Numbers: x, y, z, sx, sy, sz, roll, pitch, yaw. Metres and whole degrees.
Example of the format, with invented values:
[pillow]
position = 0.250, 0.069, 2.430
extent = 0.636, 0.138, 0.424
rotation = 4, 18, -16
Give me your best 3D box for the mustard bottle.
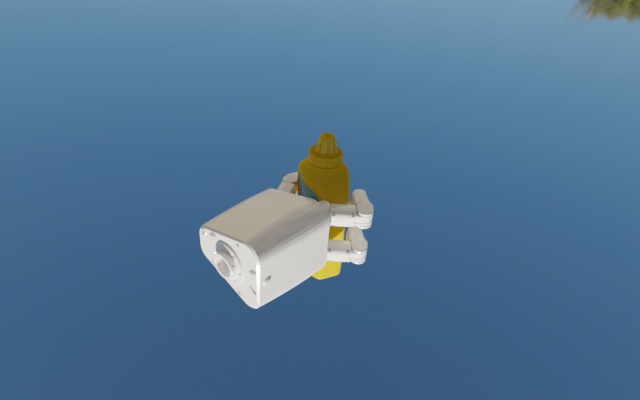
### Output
[mustard bottle]
position = 0.000, 0.002, 0.612
extent = 0.058, 0.192, 0.096
rotation = -10, 38, -20
